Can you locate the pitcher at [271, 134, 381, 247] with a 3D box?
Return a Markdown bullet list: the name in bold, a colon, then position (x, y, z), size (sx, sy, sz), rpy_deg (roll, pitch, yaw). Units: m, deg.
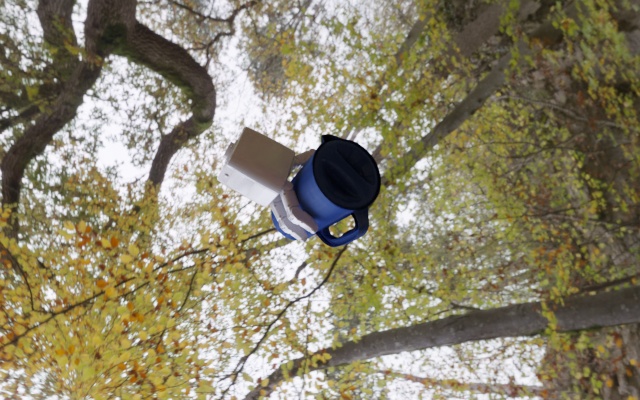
- **pitcher**: position (0.000, 0.003, 0.896), size (0.145, 0.149, 0.243), rpy_deg (29, -31, -14)
